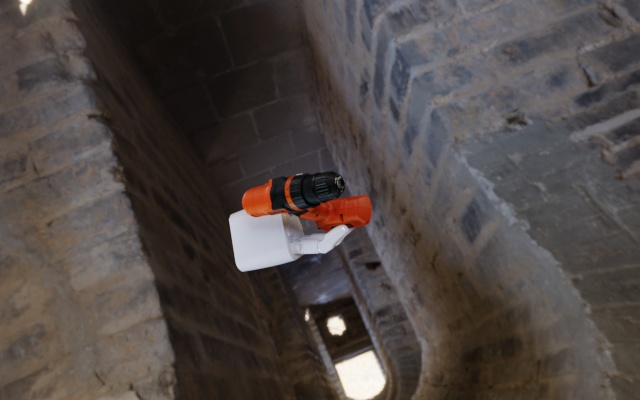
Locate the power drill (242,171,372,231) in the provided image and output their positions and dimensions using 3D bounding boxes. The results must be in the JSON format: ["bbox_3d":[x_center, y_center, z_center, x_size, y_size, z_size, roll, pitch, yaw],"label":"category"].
[{"bbox_3d":[0.000,0.003,0.752,0.184,0.057,0.188,-9,-18,38],"label":"power drill"}]
